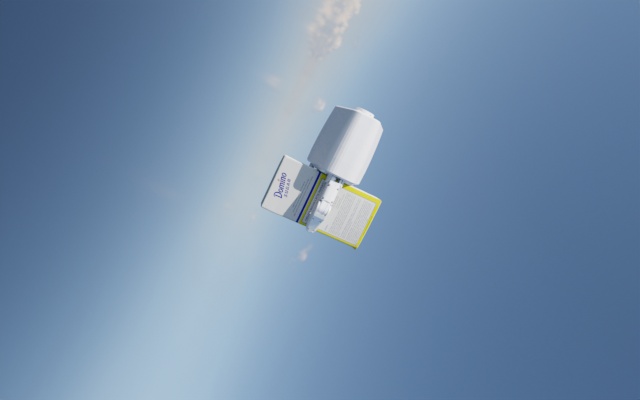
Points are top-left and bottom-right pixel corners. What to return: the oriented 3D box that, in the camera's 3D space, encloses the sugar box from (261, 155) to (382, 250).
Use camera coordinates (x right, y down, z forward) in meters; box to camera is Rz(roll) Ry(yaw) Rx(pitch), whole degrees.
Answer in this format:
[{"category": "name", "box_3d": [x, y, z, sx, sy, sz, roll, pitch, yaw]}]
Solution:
[{"category": "sugar box", "box_3d": [0.000, 0.002, 0.786, 0.176, 0.093, 0.048, 26, 6, -8]}]
